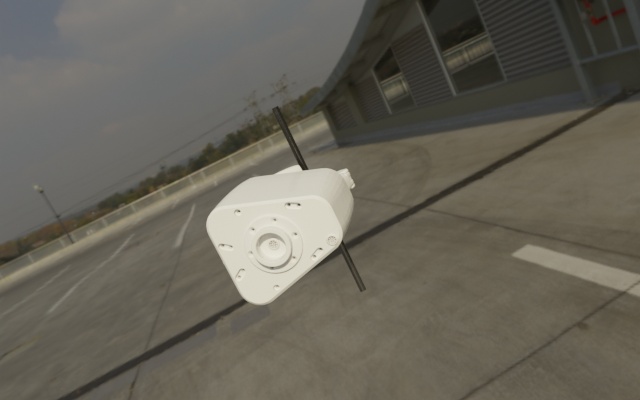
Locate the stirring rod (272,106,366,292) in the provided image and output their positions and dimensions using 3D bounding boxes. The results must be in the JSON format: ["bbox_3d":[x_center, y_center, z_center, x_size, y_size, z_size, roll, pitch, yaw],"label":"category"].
[{"bbox_3d":[0.000,0.002,0.559,0.011,0.239,0.011,-25,10,4],"label":"stirring rod"}]
